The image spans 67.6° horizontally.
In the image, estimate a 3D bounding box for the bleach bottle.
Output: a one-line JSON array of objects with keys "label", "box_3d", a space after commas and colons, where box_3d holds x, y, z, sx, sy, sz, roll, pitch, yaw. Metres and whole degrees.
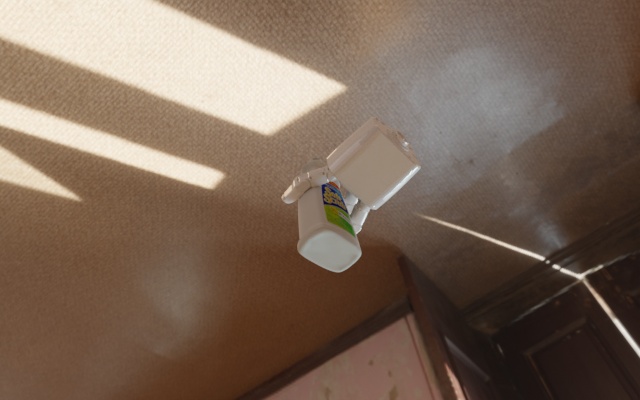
[{"label": "bleach bottle", "box_3d": [0.000, 0.003, 0.818, 0.102, 0.068, 0.250, 33, 26, -30]}]
